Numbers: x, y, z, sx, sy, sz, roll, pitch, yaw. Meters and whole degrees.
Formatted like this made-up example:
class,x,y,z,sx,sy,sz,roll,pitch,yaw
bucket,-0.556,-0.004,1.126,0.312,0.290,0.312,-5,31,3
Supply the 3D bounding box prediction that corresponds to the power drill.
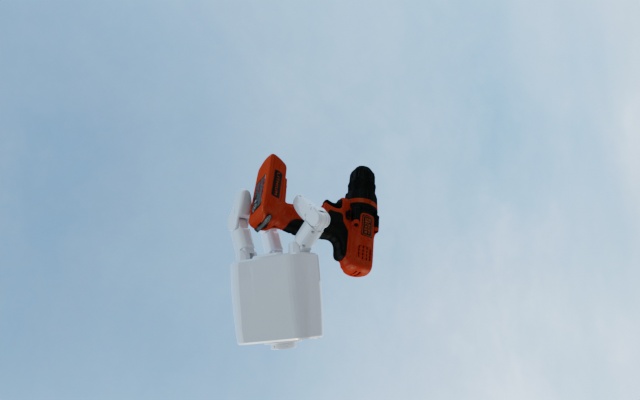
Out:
class,x,y,z,sx,sy,sz,roll,pitch,yaw
power drill,0.000,0.002,0.684,0.188,0.184,0.057,20,-37,-20
